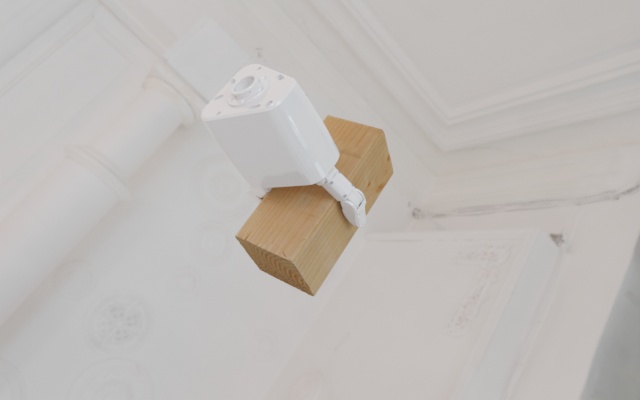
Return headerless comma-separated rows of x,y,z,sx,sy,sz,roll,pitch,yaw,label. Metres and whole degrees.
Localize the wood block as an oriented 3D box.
0.000,0.002,0.605,0.091,0.206,0.090,21,-27,30,wood block
